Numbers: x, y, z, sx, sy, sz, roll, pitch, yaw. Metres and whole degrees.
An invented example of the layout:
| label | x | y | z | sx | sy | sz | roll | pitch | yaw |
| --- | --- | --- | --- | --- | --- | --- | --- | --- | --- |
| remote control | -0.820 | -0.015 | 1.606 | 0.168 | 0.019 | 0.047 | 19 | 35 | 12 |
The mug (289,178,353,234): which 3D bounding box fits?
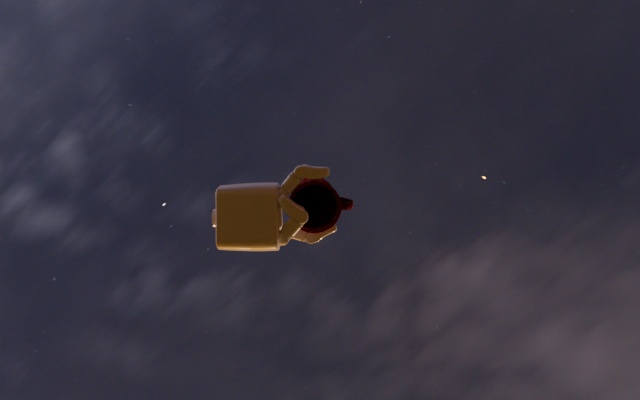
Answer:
| label | x | y | z | sx | sy | sz | roll | pitch | yaw |
| --- | --- | --- | --- | --- | --- | --- | --- | --- | --- |
| mug | 0.002 | 0.003 | 0.855 | 0.117 | 0.093 | 0.081 | -1 | 13 | -2 |
